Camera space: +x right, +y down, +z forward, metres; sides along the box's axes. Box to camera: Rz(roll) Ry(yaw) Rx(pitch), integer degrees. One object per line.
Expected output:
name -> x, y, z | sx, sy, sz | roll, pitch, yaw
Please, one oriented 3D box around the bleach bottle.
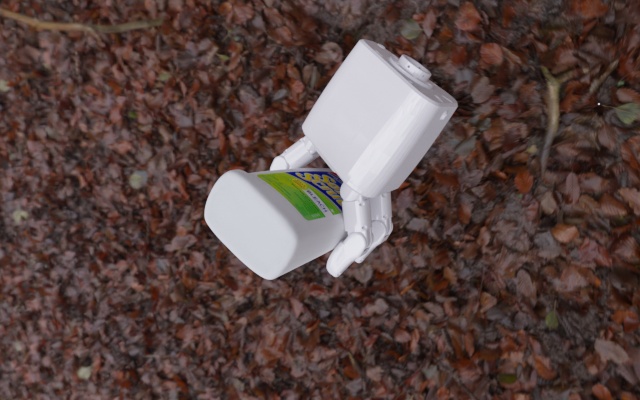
bleach bottle -> 0.000, 0.002, 0.514 | 0.102, 0.068, 0.251 | 42, 28, 16
